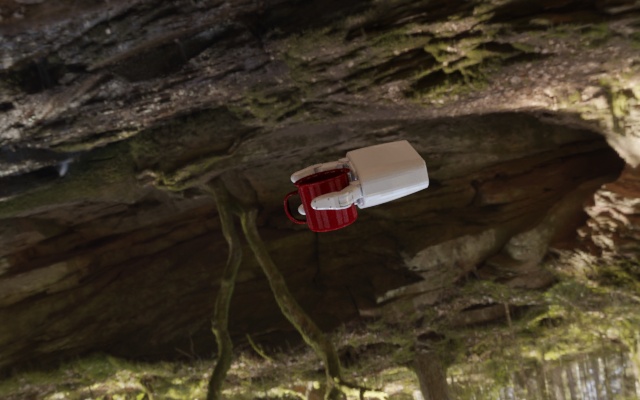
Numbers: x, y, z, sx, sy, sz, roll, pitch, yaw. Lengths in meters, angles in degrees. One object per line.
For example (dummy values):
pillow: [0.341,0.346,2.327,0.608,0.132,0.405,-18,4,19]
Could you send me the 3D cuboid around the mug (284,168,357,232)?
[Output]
mug: [-0.001,0.003,0.767,0.117,0.081,0.093,-15,12,-2]
